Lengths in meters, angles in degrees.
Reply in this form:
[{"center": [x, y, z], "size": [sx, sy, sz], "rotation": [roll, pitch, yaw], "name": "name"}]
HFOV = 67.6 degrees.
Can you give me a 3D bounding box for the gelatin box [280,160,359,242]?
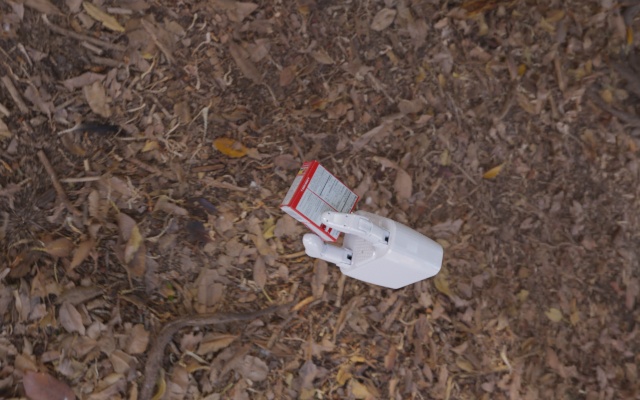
[{"center": [0.000, 0.002, 0.628], "size": [0.089, 0.073, 0.030], "rotation": [38, -22, -29], "name": "gelatin box"}]
